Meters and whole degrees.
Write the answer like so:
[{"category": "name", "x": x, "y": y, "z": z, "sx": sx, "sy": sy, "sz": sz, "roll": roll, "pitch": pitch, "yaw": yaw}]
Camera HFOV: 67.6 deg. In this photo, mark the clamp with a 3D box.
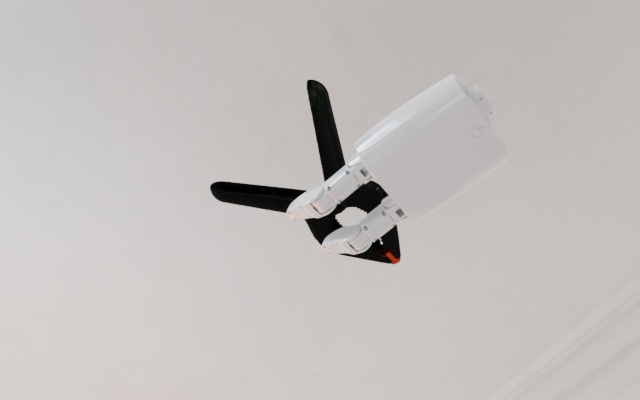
[{"category": "clamp", "x": 0.001, "y": 0.001, "z": 0.501, "sx": 0.164, "sy": 0.210, "sz": 0.036, "roll": -35, "pitch": 21, "yaw": 23}]
